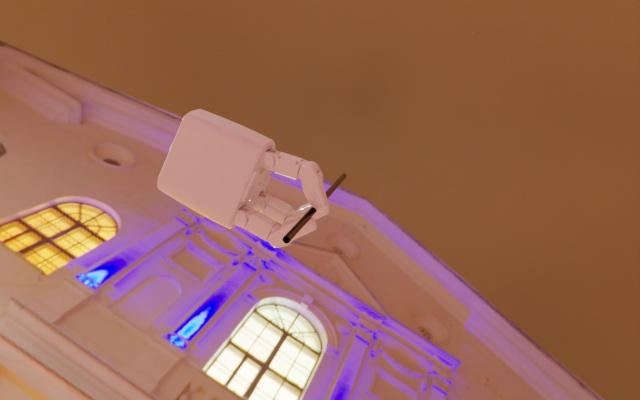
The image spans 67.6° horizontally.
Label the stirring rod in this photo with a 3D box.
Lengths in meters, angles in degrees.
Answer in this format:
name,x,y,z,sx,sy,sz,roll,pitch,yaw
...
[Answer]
name,x,y,z,sx,sy,sz,roll,pitch,yaw
stirring rod,0.000,0.002,0.591,0.011,0.011,0.239,0,18,18
